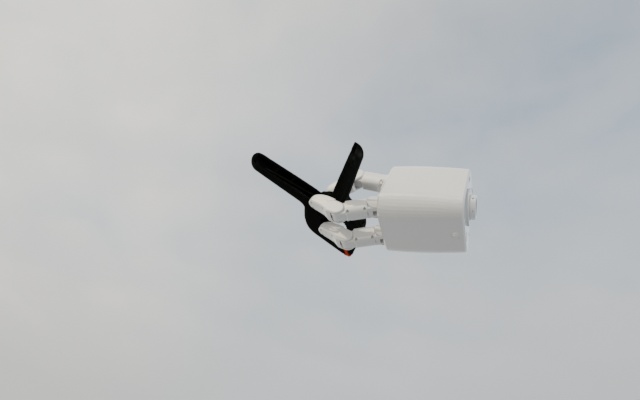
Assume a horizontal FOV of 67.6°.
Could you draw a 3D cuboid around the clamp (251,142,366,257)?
[{"bbox_3d":[0.001,0.002,0.685,0.164,0.036,0.210,4,-43,24],"label":"clamp"}]
